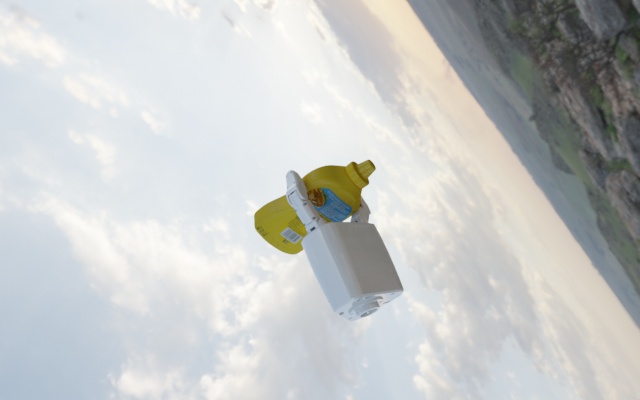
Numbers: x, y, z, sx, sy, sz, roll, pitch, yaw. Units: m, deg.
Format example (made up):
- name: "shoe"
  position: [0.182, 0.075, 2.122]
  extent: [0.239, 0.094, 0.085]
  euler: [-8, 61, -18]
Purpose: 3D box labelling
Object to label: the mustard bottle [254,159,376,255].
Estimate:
- name: "mustard bottle"
  position: [0.000, 0.002, 0.697]
  extent: [0.192, 0.058, 0.096]
  euler: [-36, -53, 21]
